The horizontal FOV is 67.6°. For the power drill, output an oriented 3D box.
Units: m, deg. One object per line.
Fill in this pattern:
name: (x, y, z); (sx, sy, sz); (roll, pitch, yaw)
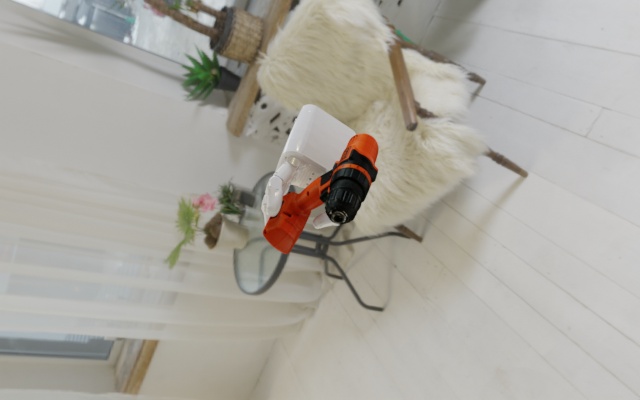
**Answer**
power drill: (0.000, 0.002, 0.675); (0.188, 0.057, 0.184); (-35, 17, 35)
